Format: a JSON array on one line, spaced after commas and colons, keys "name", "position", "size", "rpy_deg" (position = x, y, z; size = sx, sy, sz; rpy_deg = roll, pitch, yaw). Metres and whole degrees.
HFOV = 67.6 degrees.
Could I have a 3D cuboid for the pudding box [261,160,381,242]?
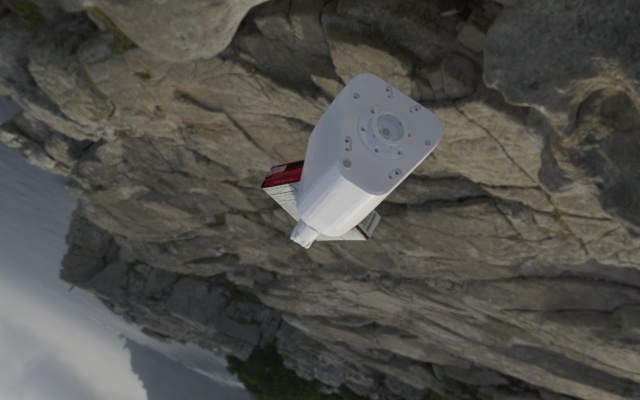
[{"name": "pudding box", "position": [0.000, 0.002, 0.548], "size": [0.090, 0.039, 0.113], "rpy_deg": [-5, -44, 47]}]
